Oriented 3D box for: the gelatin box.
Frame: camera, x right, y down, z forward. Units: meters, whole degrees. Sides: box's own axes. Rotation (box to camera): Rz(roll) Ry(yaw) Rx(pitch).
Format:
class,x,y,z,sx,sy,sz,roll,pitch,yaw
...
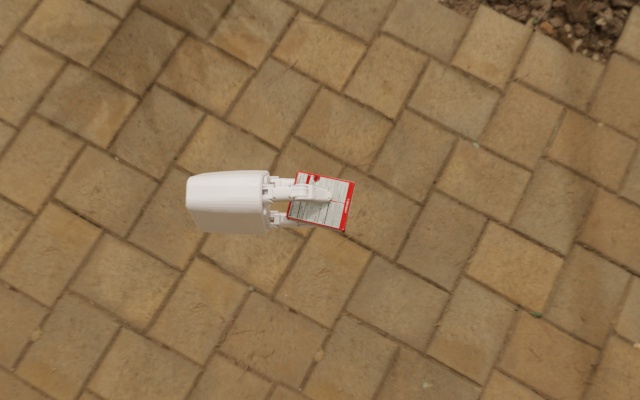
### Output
class,x,y,z,sx,sy,sz,roll,pitch,yaw
gelatin box,0.000,0.002,0.702,0.089,0.073,0.030,12,-10,6
